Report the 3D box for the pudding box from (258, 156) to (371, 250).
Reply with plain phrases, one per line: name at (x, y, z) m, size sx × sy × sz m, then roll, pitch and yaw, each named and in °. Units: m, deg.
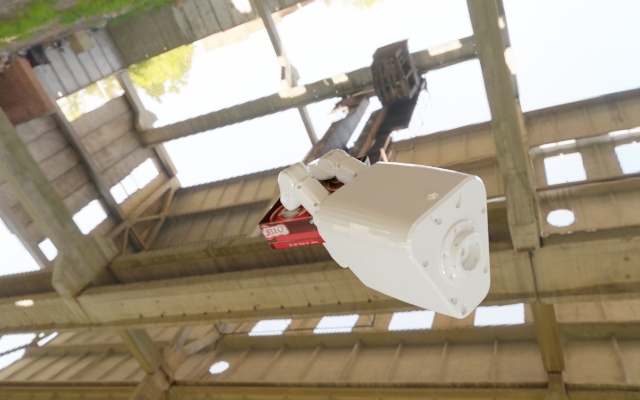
pudding box at (0.000, 0.002, 0.500) m, size 0.090 × 0.039 × 0.113 m, roll -9°, pitch 26°, yaw 30°
